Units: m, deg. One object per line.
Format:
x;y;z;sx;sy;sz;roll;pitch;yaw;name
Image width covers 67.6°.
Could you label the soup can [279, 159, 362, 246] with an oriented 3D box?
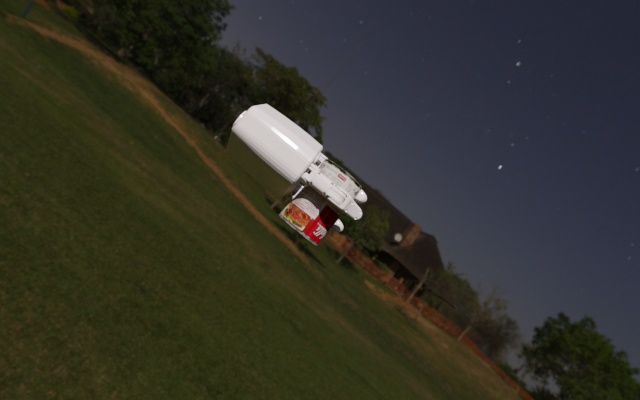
0.001;0.002;0.658;0.068;0.102;0.068;39;-3;2;soup can
